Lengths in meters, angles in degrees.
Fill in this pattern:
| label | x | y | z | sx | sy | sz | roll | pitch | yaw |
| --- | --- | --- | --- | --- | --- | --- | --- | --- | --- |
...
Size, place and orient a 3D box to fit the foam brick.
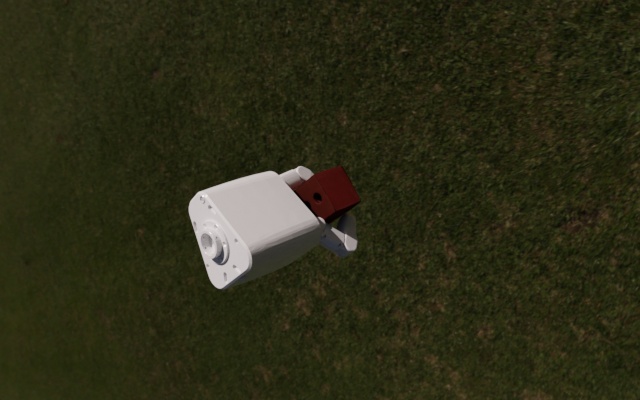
| label | x | y | z | sx | sy | sz | roll | pitch | yaw |
| --- | --- | --- | --- | --- | --- | --- | --- | --- | --- |
| foam brick | 0.000 | 0.002 | 0.592 | 0.051 | 0.053 | 0.078 | -19 | -14 | -45 |
